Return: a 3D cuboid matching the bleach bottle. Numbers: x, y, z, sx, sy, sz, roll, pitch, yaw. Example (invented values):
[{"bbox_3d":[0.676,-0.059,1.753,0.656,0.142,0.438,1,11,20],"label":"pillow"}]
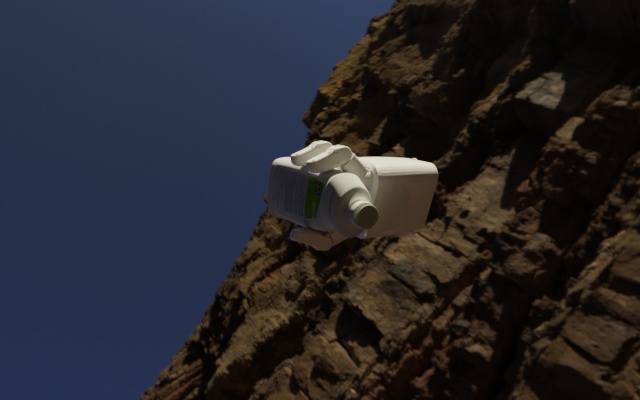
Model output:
[{"bbox_3d":[0.000,0.002,0.654,0.068,0.102,0.250,-3,13,-25],"label":"bleach bottle"}]
